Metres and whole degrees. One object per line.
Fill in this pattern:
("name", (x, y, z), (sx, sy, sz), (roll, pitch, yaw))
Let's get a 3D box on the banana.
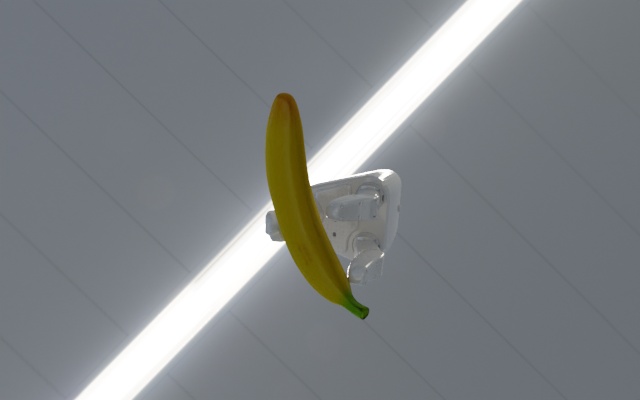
("banana", (-0.012, 0.008, 0.417), (0.069, 0.198, 0.037), (-16, 7, 44))
